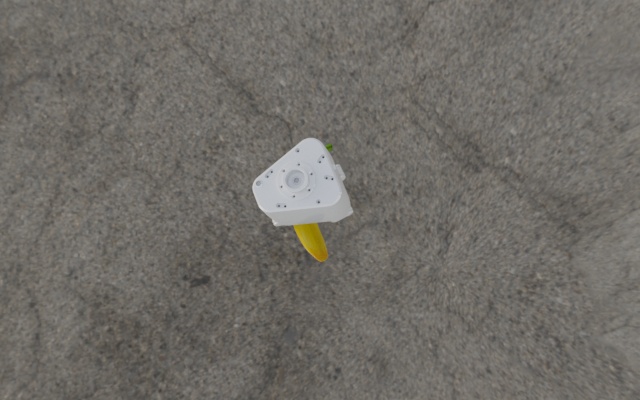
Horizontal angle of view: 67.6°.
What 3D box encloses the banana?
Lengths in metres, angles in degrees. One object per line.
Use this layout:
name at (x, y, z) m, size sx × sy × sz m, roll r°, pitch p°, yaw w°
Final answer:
banana at (-0.018, -0.002, 0.770) m, size 0.069 × 0.197 × 0.037 m, roll 3°, pitch -11°, yaw 1°
